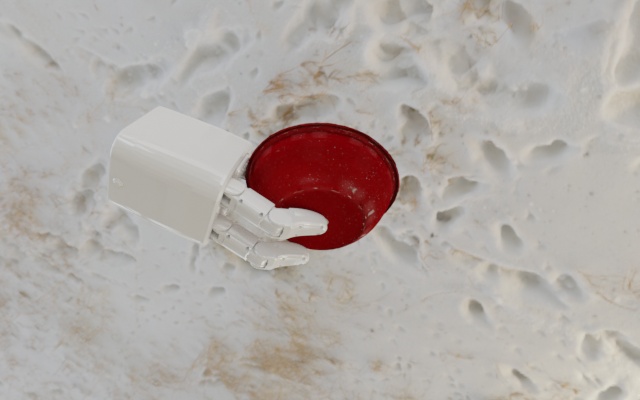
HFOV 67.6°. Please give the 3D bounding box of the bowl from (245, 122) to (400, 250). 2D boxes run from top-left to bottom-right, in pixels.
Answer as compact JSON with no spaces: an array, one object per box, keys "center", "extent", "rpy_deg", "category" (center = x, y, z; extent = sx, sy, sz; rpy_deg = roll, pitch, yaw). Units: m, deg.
[{"center":[0.001,0.002,0.484],"extent":[0.162,0.055,0.162],"rpy_deg":[2,-44,2],"category":"bowl"}]
